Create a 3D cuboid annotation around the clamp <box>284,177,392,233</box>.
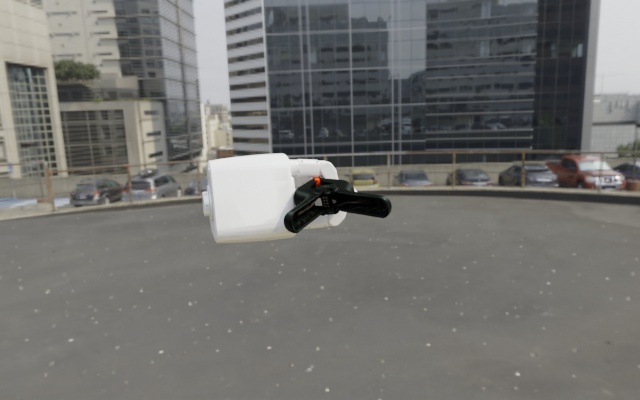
[{"bbox_3d":[0.000,0.001,0.587,0.120,0.039,0.171,-6,11,-17],"label":"clamp"}]
